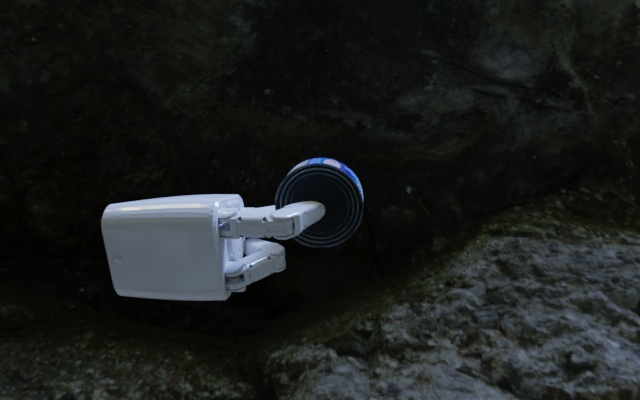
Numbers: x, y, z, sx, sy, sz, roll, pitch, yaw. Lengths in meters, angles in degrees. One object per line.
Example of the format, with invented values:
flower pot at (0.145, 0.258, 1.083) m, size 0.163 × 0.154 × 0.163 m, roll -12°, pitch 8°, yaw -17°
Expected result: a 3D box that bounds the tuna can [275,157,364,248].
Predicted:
tuna can at (0.000, 0.001, 0.473) m, size 0.086 × 0.086 × 0.033 m, roll 0°, pitch 18°, yaw 7°
